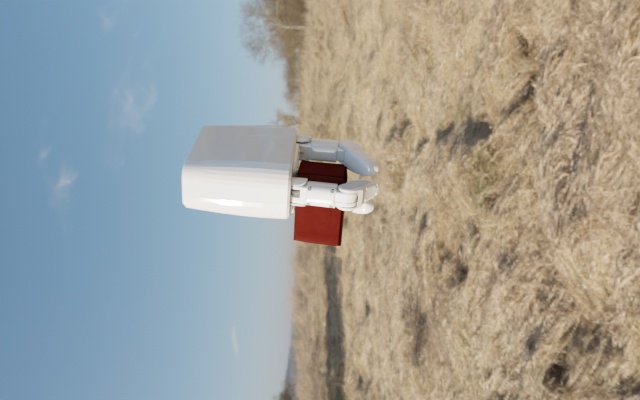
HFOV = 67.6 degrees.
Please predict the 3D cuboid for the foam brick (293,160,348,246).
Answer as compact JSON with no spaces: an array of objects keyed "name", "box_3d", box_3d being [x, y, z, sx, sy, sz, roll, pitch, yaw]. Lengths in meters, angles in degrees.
[{"name":"foam brick","box_3d":[0.000,0.002,0.514,0.051,0.078,0.053,4,19,0]}]
